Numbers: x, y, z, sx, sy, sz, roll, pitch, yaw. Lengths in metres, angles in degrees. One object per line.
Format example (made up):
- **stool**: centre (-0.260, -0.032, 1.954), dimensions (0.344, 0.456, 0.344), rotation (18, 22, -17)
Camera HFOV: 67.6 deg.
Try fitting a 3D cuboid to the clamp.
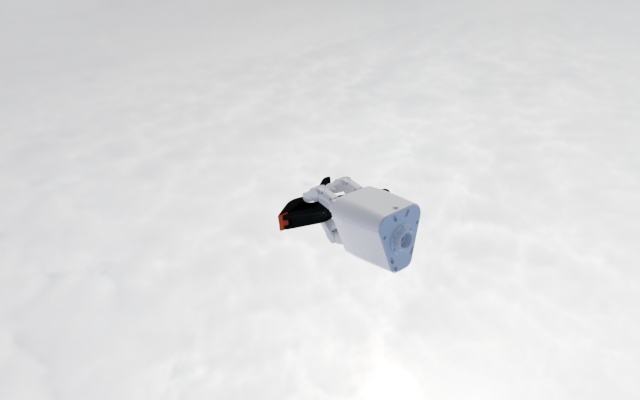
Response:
- **clamp**: centre (0.000, 0.004, 0.872), dimensions (0.210, 0.036, 0.164), rotation (-21, 25, -33)
